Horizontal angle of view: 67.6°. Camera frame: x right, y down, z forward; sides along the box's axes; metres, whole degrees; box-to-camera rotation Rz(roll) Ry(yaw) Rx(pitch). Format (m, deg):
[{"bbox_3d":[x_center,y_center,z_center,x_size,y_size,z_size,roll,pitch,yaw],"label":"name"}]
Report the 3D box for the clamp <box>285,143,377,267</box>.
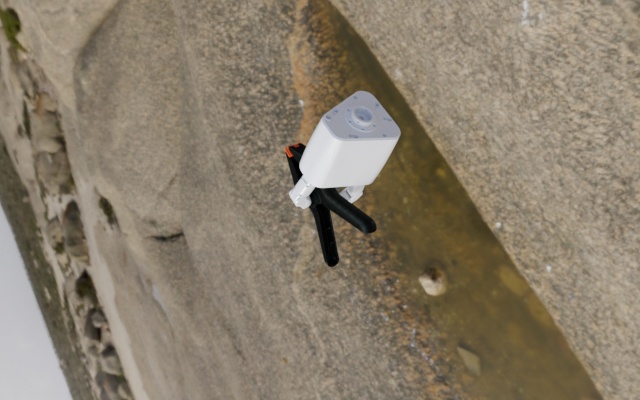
[{"bbox_3d":[-0.001,0.002,0.777,0.036,0.210,0.165,-21,-23,-31],"label":"clamp"}]
